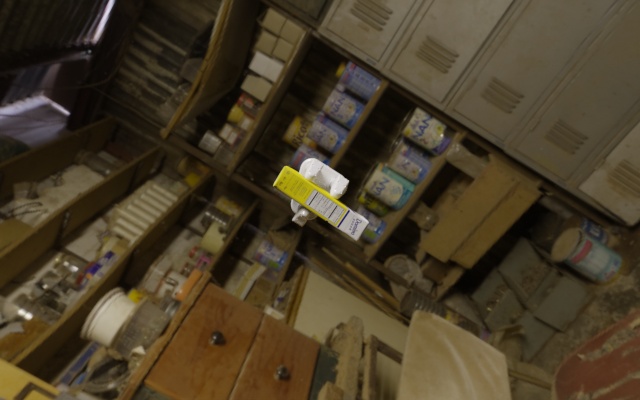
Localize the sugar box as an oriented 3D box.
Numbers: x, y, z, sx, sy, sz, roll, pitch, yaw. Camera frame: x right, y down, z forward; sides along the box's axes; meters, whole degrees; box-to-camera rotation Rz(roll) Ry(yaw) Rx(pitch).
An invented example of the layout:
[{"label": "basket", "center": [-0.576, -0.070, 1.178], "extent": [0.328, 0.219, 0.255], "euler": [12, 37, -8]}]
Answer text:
[{"label": "sugar box", "center": [0.000, 0.002, 0.857], "extent": [0.176, 0.048, 0.093], "euler": [31, 4, -5]}]
